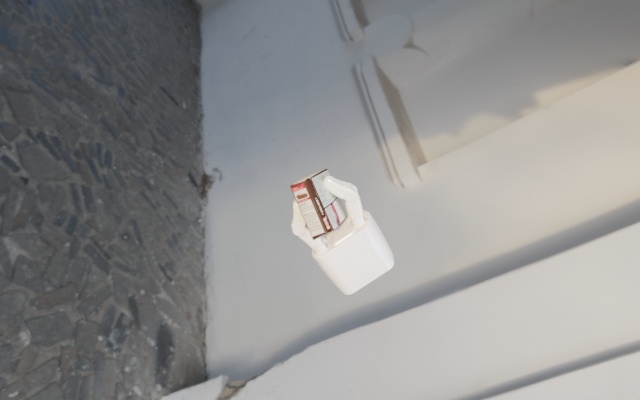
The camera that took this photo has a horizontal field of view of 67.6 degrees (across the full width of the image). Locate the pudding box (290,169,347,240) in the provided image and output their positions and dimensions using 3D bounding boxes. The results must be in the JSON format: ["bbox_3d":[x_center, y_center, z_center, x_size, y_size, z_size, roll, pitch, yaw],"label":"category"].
[{"bbox_3d":[0.000,0.002,0.749,0.039,0.090,0.113,-23,4,16],"label":"pudding box"}]
